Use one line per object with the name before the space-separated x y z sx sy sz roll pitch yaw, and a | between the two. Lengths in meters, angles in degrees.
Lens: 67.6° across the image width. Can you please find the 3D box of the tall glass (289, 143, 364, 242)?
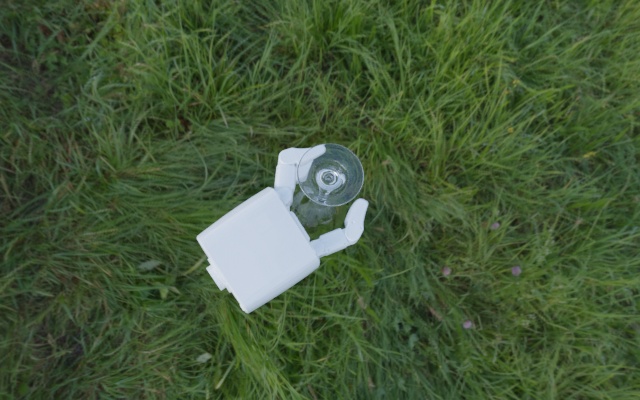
tall glass | 0.000 0.002 0.618 0.079 0.079 0.201 0 -18 -6
